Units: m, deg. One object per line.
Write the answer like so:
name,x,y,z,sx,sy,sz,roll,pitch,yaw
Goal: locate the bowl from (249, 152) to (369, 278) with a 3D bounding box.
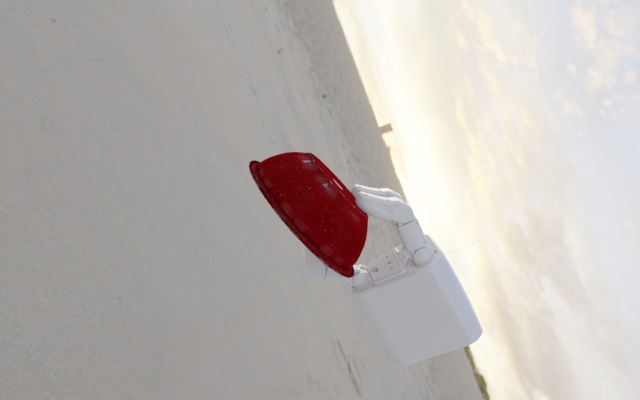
bowl,0.000,0.000,0.500,0.055,0.162,0.162,-42,-7,8
